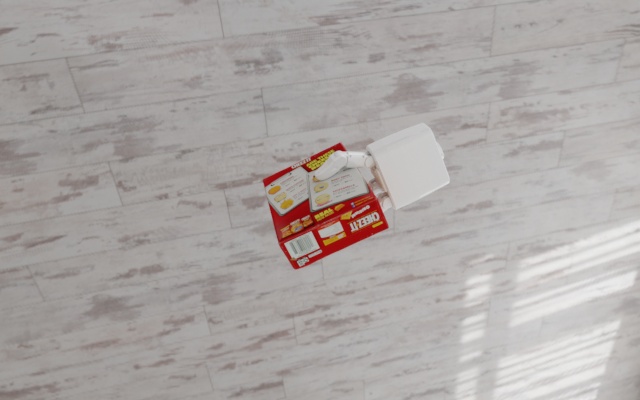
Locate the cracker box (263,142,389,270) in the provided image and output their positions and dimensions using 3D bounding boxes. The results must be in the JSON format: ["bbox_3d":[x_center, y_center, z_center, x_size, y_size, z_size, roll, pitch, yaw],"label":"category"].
[{"bbox_3d":[0.000,0.003,0.806,0.164,0.072,0.213,-25,32,1],"label":"cracker box"}]
